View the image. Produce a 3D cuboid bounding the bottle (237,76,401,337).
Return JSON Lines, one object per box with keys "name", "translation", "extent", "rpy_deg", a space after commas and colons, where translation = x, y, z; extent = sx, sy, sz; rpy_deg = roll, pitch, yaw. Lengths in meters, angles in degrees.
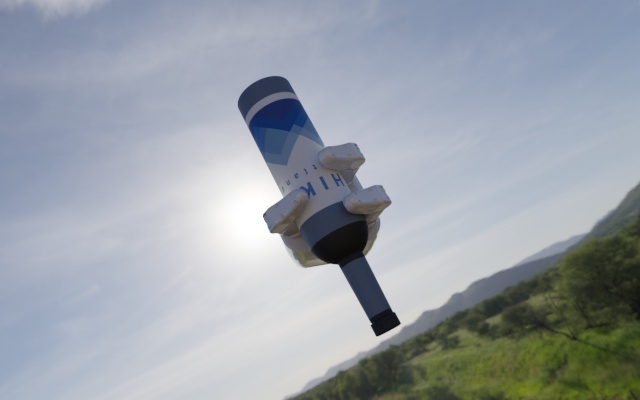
{"name": "bottle", "translation": [0.000, 0.001, 0.504], "extent": [0.069, 0.295, 0.069], "rpy_deg": [-25, -19, -9]}
